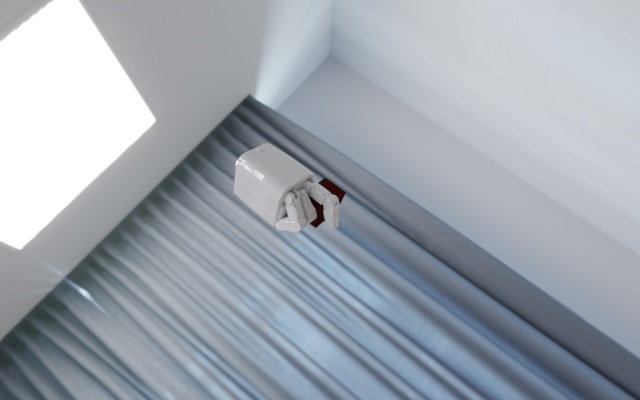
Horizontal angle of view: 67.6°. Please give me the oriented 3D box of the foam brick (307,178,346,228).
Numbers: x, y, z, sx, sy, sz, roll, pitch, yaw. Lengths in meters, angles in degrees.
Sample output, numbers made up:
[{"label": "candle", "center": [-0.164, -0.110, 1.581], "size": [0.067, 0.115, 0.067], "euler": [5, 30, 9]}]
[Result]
[{"label": "foam brick", "center": [0.000, 0.003, 0.878], "size": [0.051, 0.053, 0.078], "euler": [36, 38, 14]}]
